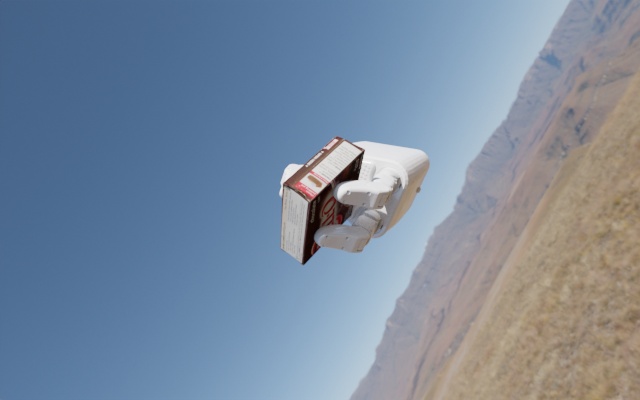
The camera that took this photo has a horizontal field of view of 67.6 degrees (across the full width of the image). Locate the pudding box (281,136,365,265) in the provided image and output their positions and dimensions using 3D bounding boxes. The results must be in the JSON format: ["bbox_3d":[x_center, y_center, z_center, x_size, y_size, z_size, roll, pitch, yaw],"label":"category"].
[{"bbox_3d":[0.000,0.002,0.495,0.039,0.114,0.090,31,55,20],"label":"pudding box"}]
